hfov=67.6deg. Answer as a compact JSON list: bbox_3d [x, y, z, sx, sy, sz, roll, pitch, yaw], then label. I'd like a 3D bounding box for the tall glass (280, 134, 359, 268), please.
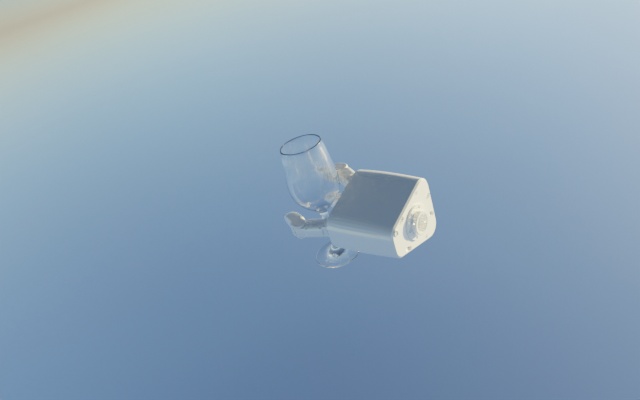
[{"bbox_3d":[0.000,0.003,0.724,0.079,0.201,0.079,-15,29,9],"label":"tall glass"}]
